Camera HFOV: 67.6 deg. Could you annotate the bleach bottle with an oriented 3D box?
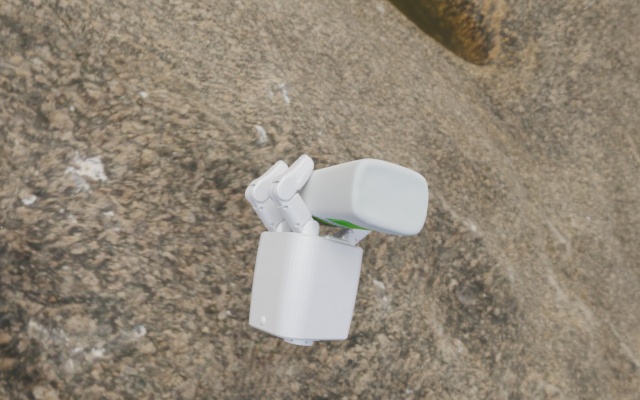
[{"bbox_3d":[0.000,0.002,0.562,0.102,0.068,0.251,15,-11,-32],"label":"bleach bottle"}]
